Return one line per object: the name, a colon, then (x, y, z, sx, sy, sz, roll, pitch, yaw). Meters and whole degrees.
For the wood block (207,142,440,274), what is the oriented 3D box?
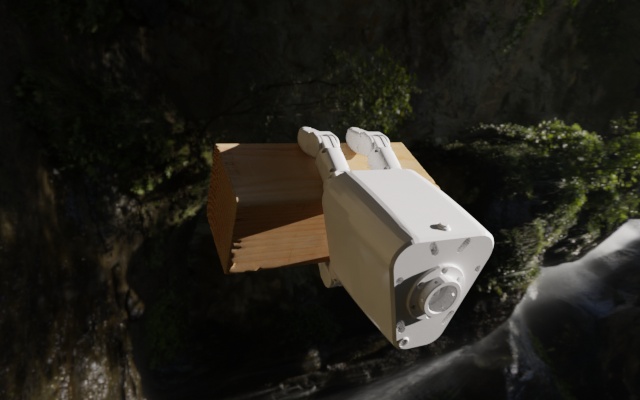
wood block: (0.000, 0.002, 0.481, 0.206, 0.091, 0.090, -3, 41, -25)
